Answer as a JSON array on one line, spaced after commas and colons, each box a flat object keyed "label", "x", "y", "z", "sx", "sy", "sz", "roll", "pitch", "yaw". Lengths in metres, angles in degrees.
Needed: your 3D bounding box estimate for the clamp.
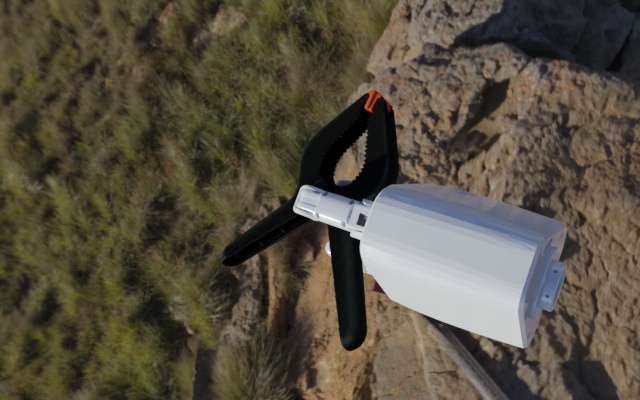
[{"label": "clamp", "x": 0.000, "y": 0.001, "z": 0.422, "sx": 0.164, "sy": 0.210, "sz": 0.036, "roll": 18, "pitch": -4, "yaw": 32}]
